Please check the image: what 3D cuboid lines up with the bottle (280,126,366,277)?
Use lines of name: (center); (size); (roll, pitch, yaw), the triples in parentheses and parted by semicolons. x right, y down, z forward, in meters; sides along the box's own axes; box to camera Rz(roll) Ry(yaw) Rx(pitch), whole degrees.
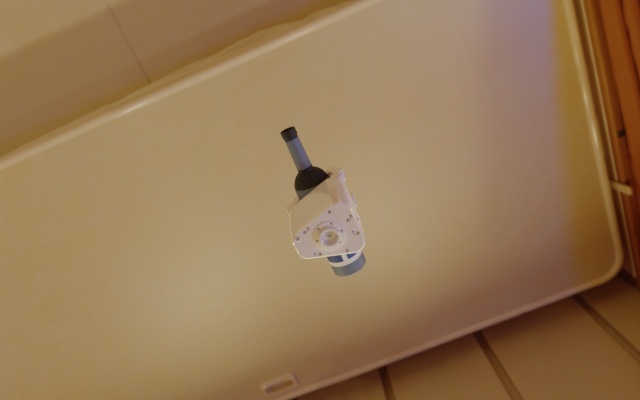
bottle: (0.000, 0.003, 0.875); (0.069, 0.296, 0.069); (-21, 21, 9)
